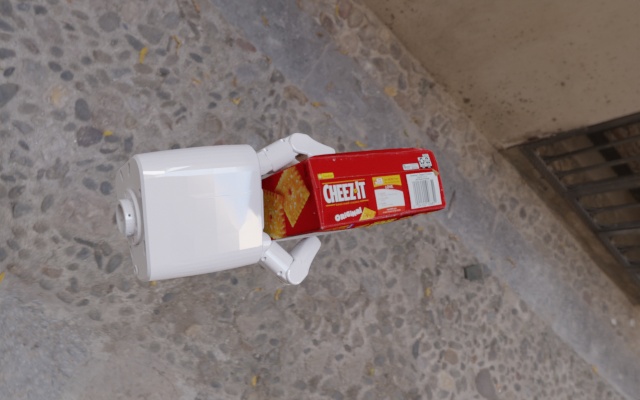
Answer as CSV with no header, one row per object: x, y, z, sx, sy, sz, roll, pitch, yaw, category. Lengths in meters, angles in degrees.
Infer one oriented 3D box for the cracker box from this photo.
0.000,0.002,0.529,0.164,0.072,0.214,-8,-5,-35,cracker box
